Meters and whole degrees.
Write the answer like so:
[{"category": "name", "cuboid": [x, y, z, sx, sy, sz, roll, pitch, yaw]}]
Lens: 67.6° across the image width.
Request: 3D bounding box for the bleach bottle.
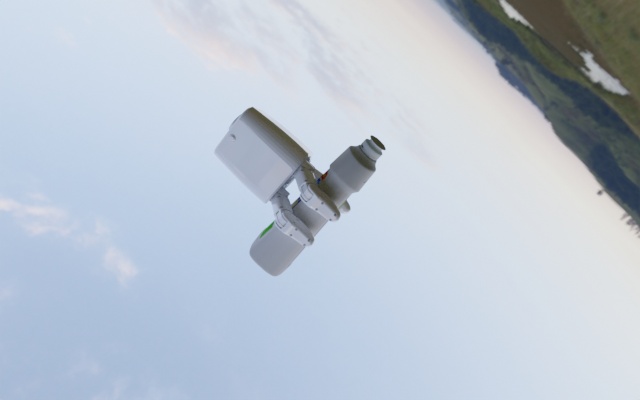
[{"category": "bleach bottle", "cuboid": [0.000, 0.002, 0.694, 0.251, 0.068, 0.102, -46, 4, 25]}]
